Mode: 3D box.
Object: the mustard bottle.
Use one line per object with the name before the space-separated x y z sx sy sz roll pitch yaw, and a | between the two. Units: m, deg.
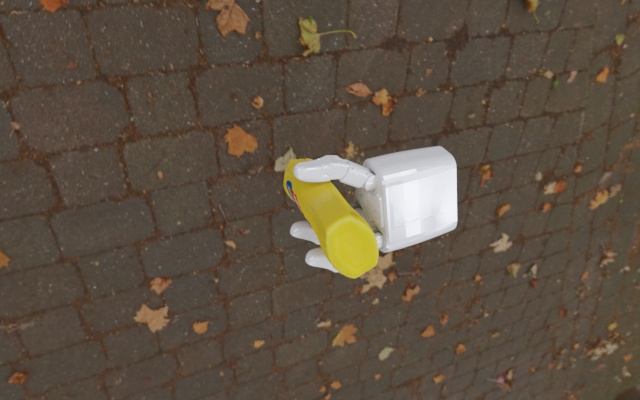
mustard bottle | 0.000 0.002 0.581 0.058 0.096 0.191 -33 42 -1
